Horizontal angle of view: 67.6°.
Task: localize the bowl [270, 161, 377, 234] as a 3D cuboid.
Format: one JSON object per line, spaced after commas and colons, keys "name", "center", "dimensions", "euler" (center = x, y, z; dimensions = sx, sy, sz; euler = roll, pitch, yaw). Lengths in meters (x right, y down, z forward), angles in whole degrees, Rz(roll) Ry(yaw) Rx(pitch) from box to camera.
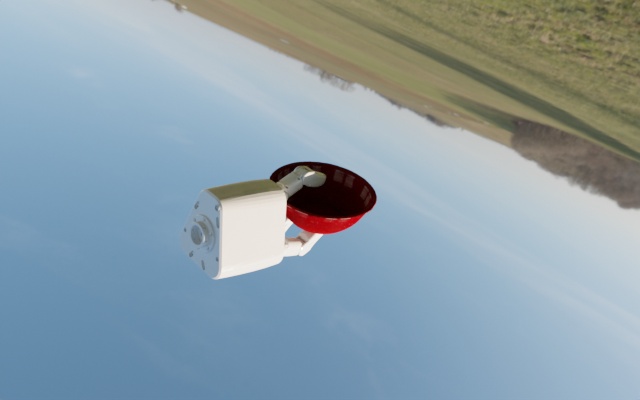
{"name": "bowl", "center": [0.001, 0.003, 0.719], "dimensions": [0.162, 0.055, 0.162], "euler": [8, 32, -5]}
